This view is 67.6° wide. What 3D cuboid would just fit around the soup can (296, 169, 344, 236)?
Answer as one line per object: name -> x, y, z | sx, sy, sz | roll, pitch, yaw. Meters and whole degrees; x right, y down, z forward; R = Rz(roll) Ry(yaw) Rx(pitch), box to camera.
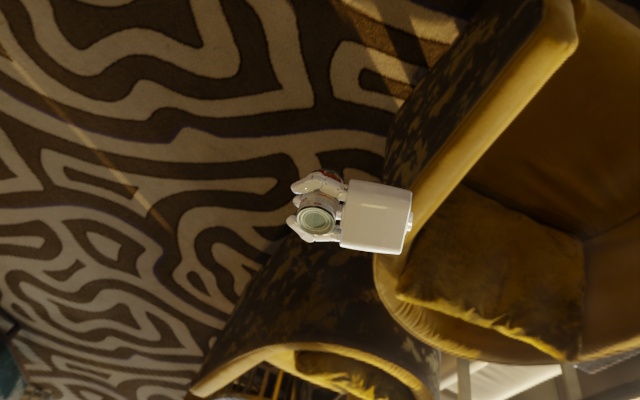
soup can -> 0.000, 0.003, 0.823 | 0.068, 0.069, 0.102 | 0, 41, 13
